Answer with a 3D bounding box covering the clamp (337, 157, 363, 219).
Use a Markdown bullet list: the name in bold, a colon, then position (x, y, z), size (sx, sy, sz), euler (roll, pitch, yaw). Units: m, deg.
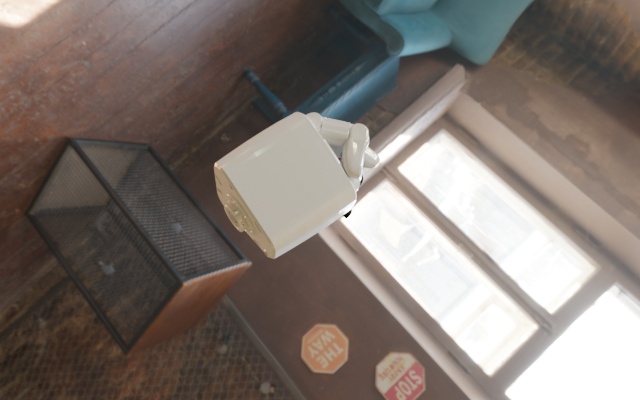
- **clamp**: position (0.001, 0.002, 0.605), size (0.120, 0.039, 0.172), euler (-31, -21, -20)
